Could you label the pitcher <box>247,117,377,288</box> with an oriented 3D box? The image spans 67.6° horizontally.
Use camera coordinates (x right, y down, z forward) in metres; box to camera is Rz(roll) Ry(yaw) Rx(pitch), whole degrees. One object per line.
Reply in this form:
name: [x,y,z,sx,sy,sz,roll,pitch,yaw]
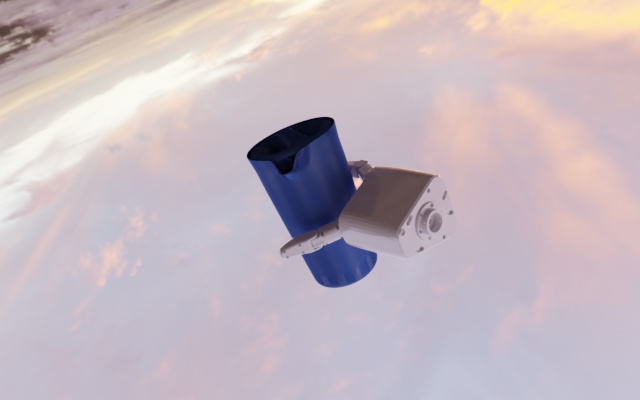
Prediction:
pitcher: [0.000,0.002,0.723,0.149,0.243,0.145,-37,28,-29]
